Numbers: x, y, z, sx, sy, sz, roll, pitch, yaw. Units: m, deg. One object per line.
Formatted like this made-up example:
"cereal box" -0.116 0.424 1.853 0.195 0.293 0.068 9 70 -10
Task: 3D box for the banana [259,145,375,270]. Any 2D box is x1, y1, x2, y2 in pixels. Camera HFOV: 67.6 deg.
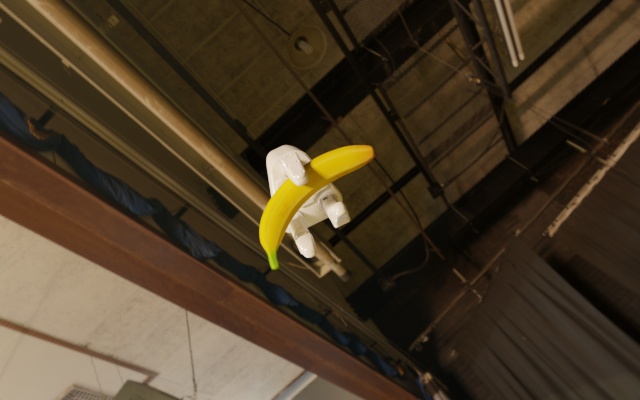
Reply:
"banana" -0.016 -0.007 0.607 0.069 0.198 0.037 40 -3 9
